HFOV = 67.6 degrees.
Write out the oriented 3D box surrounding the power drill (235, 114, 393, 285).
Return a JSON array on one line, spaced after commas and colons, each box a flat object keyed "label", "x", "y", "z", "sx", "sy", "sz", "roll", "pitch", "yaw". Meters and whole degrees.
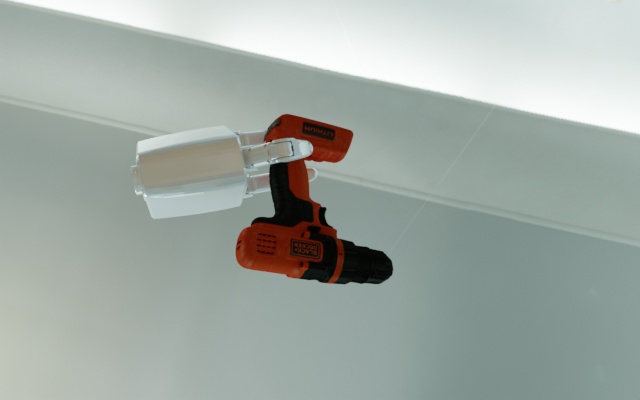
[{"label": "power drill", "x": 0.000, "y": 0.001, "z": 0.552, "sx": 0.184, "sy": 0.187, "sz": 0.057, "roll": 12, "pitch": -27, "yaw": -23}]
